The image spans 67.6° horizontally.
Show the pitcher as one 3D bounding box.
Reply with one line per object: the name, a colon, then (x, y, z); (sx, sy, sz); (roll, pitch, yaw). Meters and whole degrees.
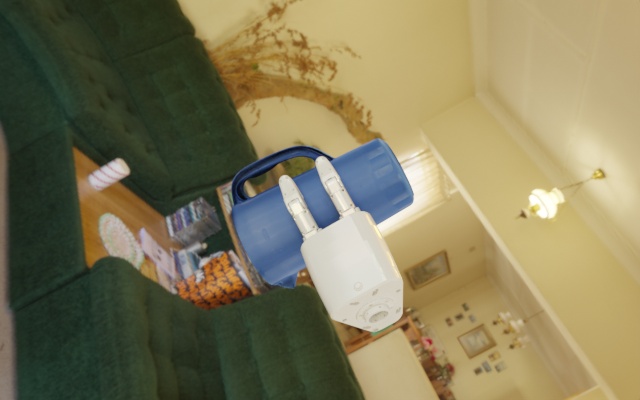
pitcher: (0.000, 0.002, 0.687); (0.243, 0.145, 0.149); (-28, -40, 4)
